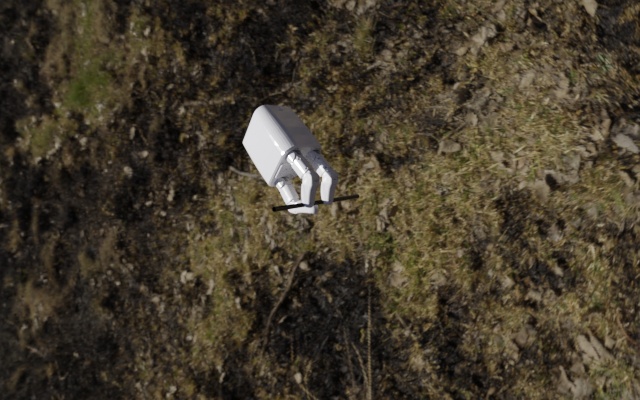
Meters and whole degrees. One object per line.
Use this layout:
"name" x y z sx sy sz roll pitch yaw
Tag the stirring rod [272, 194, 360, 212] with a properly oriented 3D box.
"stirring rod" 0.000 0.003 0.842 0.011 0.011 0.239 0 5 38
